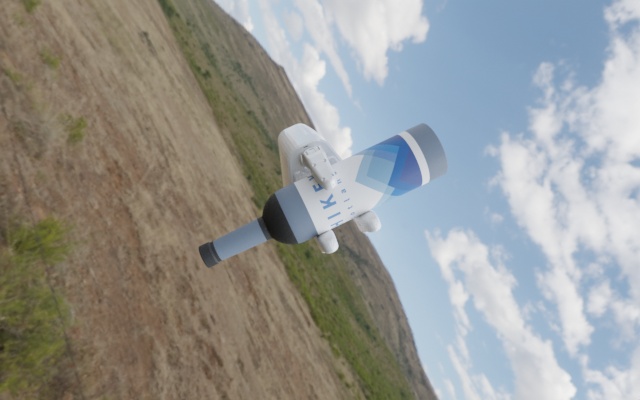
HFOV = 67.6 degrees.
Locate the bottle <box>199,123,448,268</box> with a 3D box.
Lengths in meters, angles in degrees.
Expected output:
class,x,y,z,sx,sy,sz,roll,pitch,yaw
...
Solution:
class,x,y,z,sx,sy,sz,roll,pitch,yaw
bottle,0.000,0.002,0.552,0.295,0.069,0.069,-25,2,-4
